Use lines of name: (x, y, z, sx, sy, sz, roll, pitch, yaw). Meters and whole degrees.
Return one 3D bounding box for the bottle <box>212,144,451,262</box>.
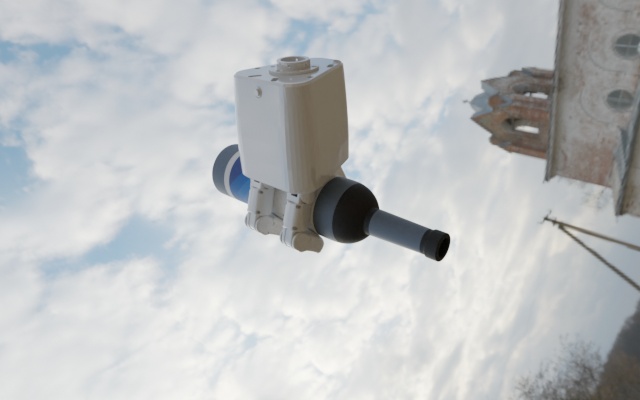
bottle: (0.000, 0.002, 0.517, 0.295, 0.069, 0.069, 20, 12, 37)
